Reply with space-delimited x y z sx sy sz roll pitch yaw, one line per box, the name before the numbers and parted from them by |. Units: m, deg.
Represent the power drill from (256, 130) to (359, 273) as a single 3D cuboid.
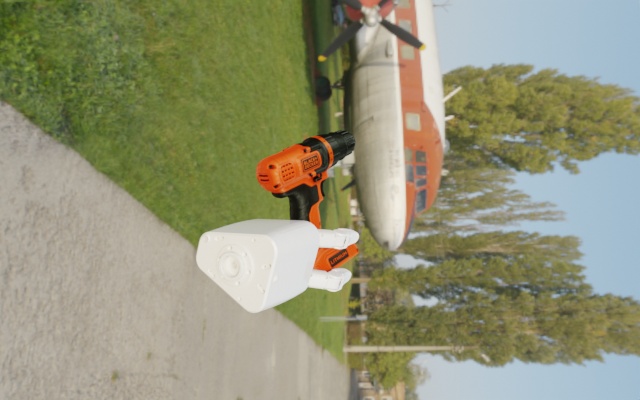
power drill | 0.000 0.003 0.688 0.057 0.188 0.184 2 22 45
